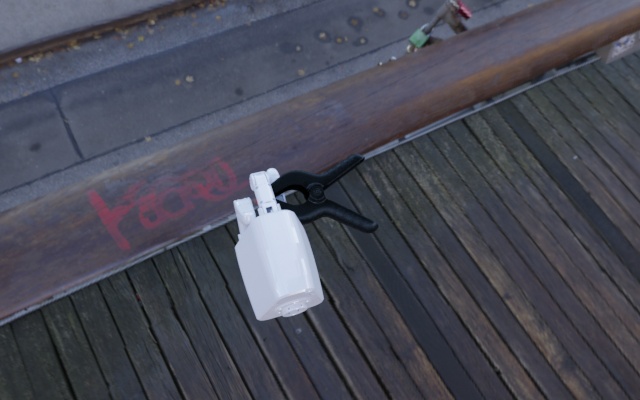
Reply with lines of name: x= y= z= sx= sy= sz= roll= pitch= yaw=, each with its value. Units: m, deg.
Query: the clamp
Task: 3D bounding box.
clamp: x=0.000 y=0.002 z=0.669 sx=0.171 sy=0.120 sz=0.039 roll=-13 pitch=-23 yaw=-14
